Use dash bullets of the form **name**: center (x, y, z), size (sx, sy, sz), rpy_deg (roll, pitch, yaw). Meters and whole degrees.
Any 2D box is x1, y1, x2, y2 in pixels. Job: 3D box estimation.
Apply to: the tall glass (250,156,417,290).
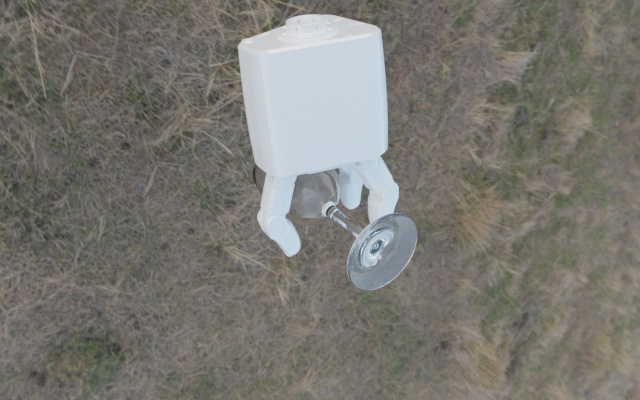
- **tall glass**: center (0.000, 0.002, 0.473), size (0.079, 0.079, 0.201), rpy_deg (0, 25, -36)
